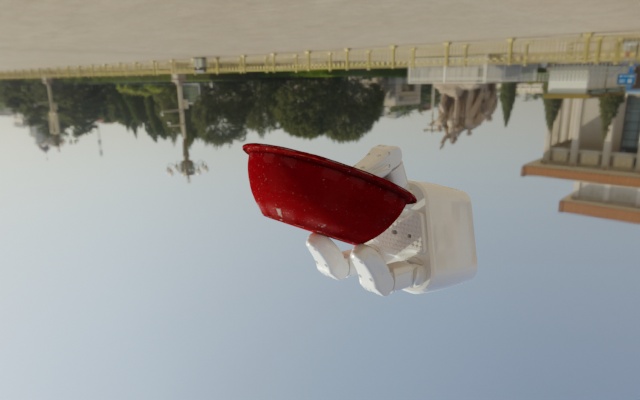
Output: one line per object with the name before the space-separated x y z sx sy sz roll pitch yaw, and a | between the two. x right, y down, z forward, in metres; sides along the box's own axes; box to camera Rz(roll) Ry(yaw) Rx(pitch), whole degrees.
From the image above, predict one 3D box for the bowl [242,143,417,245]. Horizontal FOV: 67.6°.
bowl | -0.001 0.001 0.426 0.162 0.055 0.162 18 -5 1
